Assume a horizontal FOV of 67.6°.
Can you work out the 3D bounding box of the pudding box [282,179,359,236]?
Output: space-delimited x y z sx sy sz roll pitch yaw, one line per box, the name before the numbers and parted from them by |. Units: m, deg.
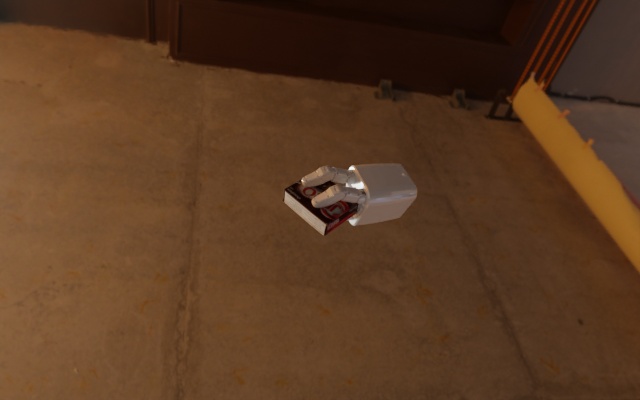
pudding box | 0.000 0.003 0.880 0.113 0.039 0.090 37 48 25
